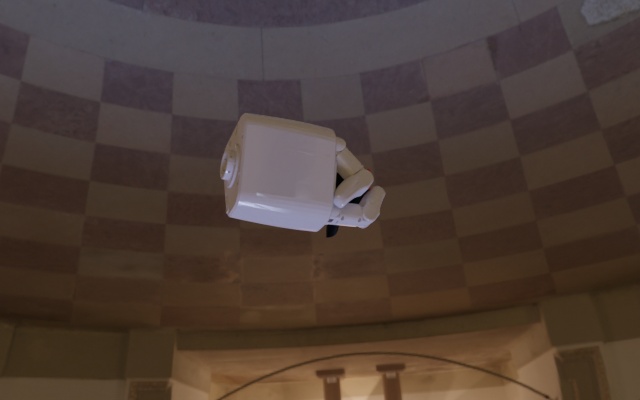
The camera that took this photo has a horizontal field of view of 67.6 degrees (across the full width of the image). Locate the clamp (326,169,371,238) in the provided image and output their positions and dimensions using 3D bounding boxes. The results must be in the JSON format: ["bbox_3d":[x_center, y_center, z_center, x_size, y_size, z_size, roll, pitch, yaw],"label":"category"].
[{"bbox_3d":[0.000,0.003,0.637,0.120,0.039,0.171,9,-30,-24],"label":"clamp"}]
